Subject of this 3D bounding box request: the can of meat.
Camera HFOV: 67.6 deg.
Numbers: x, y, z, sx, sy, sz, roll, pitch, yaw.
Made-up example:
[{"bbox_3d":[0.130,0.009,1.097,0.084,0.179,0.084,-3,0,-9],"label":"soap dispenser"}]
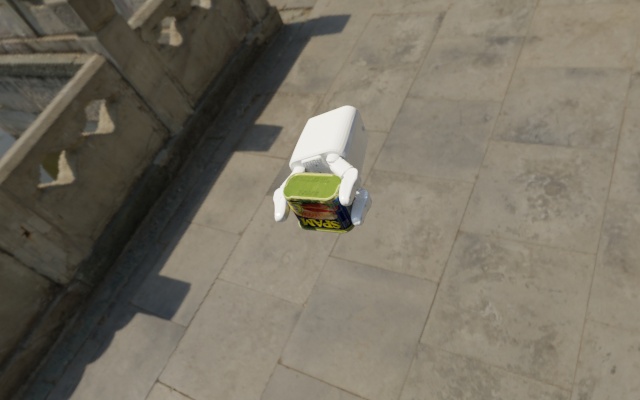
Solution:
[{"bbox_3d":[0.000,0.002,0.752,0.102,0.057,0.084,4,-36,27],"label":"can of meat"}]
